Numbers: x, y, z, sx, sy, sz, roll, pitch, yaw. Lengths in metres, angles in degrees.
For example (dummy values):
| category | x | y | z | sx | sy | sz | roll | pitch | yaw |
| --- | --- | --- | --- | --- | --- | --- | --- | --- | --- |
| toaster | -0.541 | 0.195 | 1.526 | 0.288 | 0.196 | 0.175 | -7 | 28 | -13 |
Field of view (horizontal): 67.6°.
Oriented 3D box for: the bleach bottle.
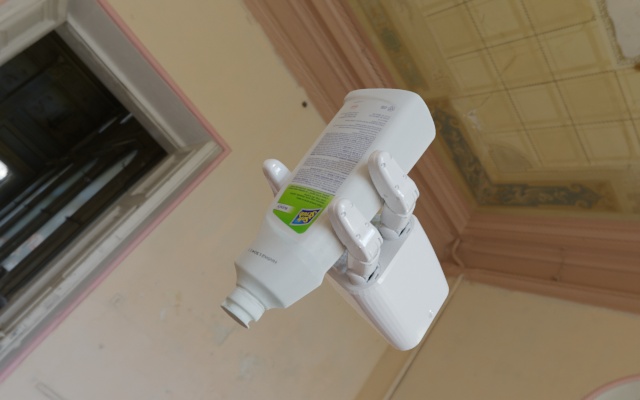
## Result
| category | x | y | z | sx | sy | sz | roll | pitch | yaw |
| --- | --- | --- | --- | --- | --- | --- | --- | --- | --- |
| bleach bottle | 0.000 | 0.001 | 0.428 | 0.102 | 0.250 | 0.068 | 12 | -35 | 47 |
